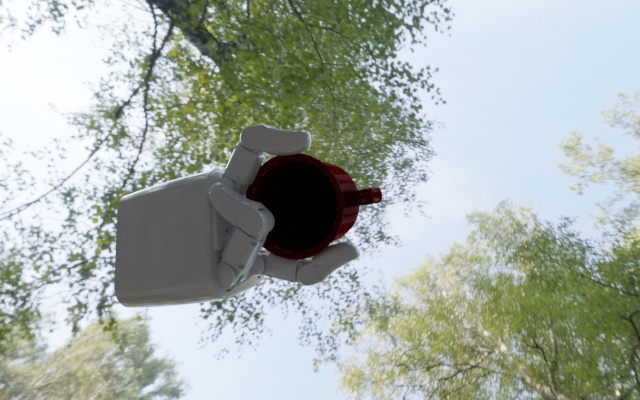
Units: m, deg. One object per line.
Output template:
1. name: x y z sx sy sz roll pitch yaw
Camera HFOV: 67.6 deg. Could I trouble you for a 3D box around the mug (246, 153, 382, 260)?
1. mug: 0.001 0.001 0.445 0.117 0.093 0.081 -10 -1 20
